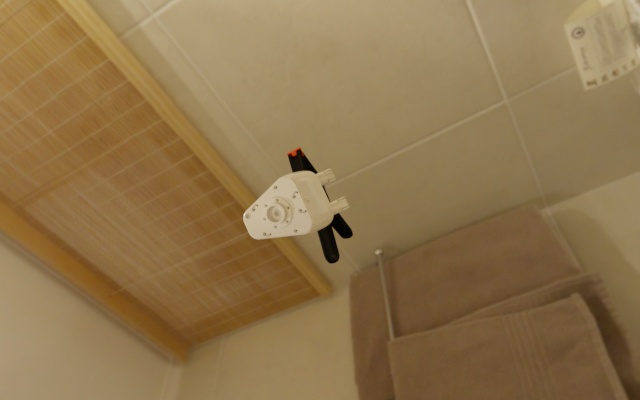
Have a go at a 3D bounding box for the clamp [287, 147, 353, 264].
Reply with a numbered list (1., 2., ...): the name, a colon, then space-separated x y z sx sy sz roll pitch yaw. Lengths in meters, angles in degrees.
1. clamp: -0.001 0.003 0.876 0.036 0.210 0.164 -25 -2 16
